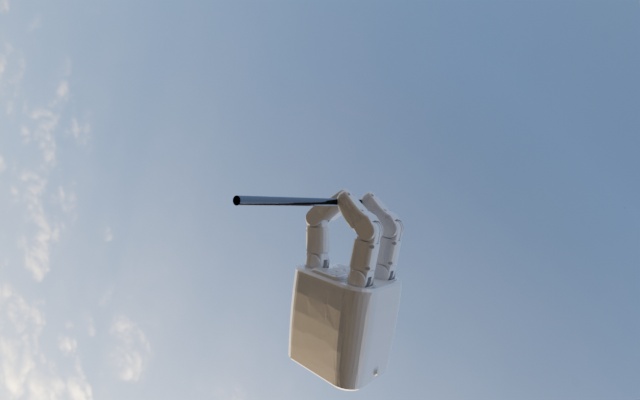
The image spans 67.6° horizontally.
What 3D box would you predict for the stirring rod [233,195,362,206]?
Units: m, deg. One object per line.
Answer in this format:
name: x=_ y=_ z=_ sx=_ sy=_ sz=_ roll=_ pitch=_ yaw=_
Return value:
stirring rod: x=0.000 y=0.002 z=0.468 sx=0.011 sy=0.011 sz=0.239 roll=0 pitch=-1 yaw=32
